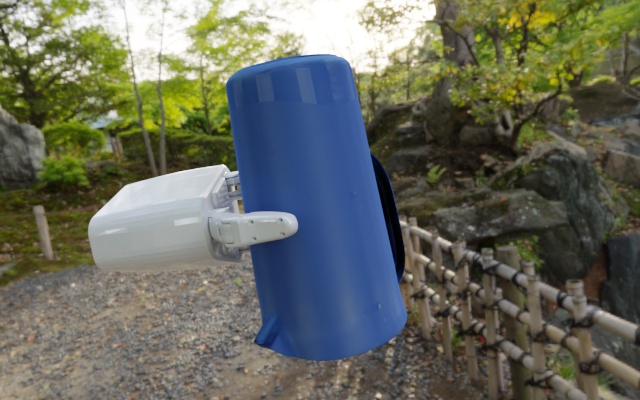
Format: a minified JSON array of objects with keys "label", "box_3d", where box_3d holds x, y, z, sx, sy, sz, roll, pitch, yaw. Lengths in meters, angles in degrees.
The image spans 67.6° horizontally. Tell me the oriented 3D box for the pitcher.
[{"label":"pitcher","box_3d":[0.000,0.001,0.429,0.145,0.243,0.149,-9,9,5]}]
